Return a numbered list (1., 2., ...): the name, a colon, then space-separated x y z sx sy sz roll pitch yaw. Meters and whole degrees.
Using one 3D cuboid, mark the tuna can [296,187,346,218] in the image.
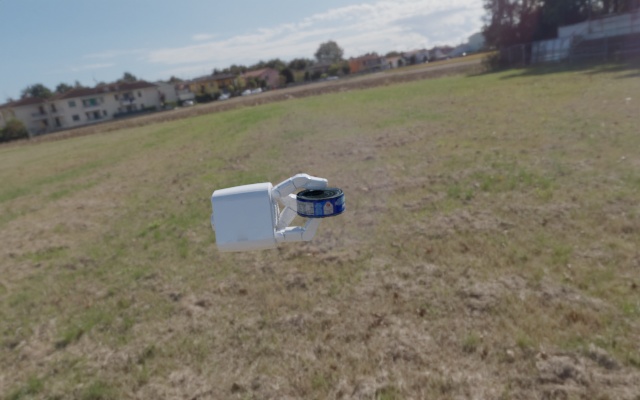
1. tuna can: 0.000 0.002 0.832 0.086 0.034 0.086 -4 15 1
